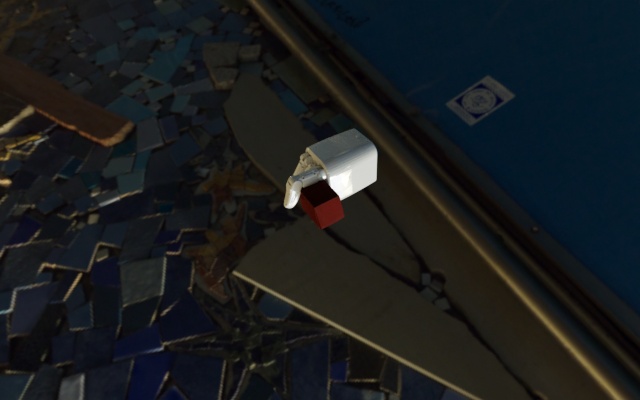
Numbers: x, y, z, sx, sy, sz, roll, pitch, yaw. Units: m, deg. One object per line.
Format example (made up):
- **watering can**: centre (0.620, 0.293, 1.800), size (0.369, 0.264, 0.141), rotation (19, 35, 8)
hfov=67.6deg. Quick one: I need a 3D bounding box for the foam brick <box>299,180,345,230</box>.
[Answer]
- **foam brick**: centre (0.000, 0.003, 0.851), size (0.051, 0.053, 0.078), rotation (-25, 39, -13)
